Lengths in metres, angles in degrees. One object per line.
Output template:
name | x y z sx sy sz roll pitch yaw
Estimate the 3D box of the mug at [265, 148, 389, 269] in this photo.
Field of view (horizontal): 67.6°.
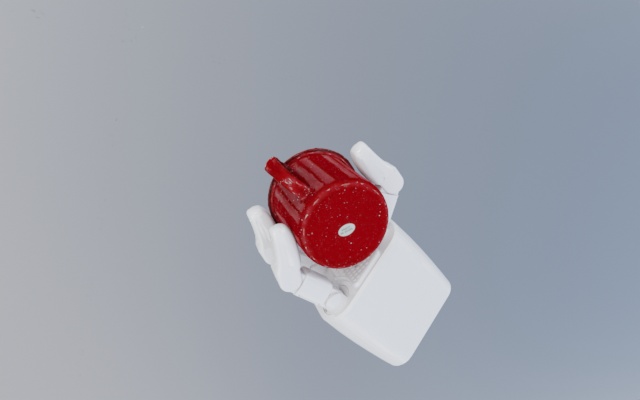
mug | -0.001 0.001 0.418 0.117 0.093 0.081 40 2 -29
